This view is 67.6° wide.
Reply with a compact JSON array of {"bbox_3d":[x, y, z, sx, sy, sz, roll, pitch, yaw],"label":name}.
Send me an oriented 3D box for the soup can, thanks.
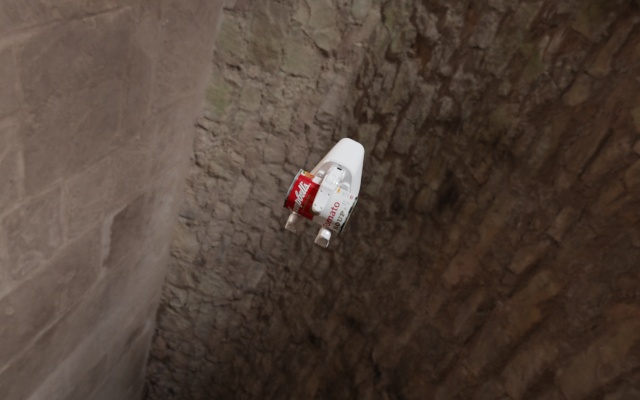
[{"bbox_3d":[0.000,0.003,0.764,0.102,0.068,0.068,26,1,3],"label":"soup can"}]
